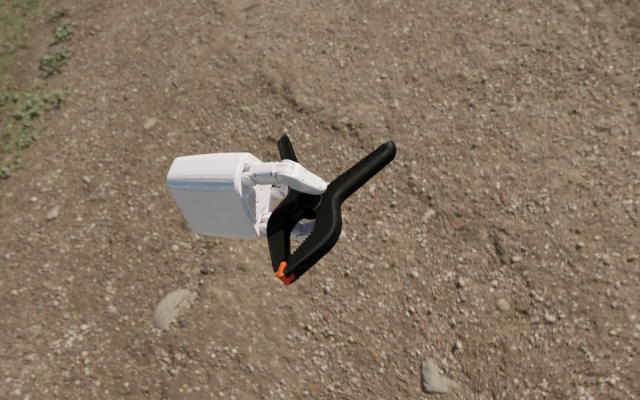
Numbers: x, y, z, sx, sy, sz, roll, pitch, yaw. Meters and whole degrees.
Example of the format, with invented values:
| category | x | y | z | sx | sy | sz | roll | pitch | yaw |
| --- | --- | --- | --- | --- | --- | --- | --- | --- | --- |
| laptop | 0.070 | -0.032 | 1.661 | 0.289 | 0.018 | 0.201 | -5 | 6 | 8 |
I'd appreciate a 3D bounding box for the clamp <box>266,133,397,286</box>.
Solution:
| category | x | y | z | sx | sy | sz | roll | pitch | yaw |
| --- | --- | --- | --- | --- | --- | --- | --- | --- | --- |
| clamp | -0.001 | 0.002 | 0.576 | 0.164 | 0.210 | 0.036 | 1 | -32 | 23 |
